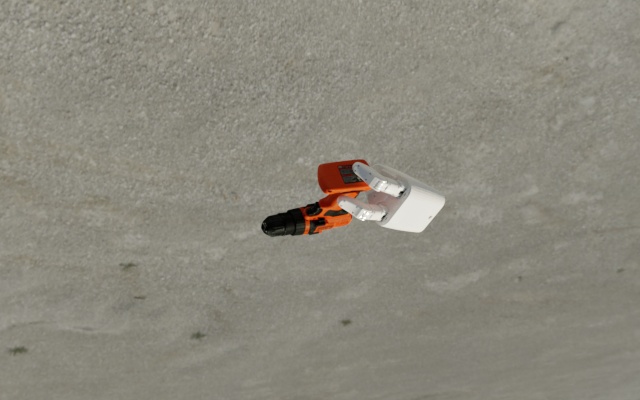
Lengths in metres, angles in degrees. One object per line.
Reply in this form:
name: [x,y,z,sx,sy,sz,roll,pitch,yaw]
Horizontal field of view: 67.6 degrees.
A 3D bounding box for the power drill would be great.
power drill: [0.001,0.003,0.845,0.184,0.057,0.188,-11,-23,-29]
